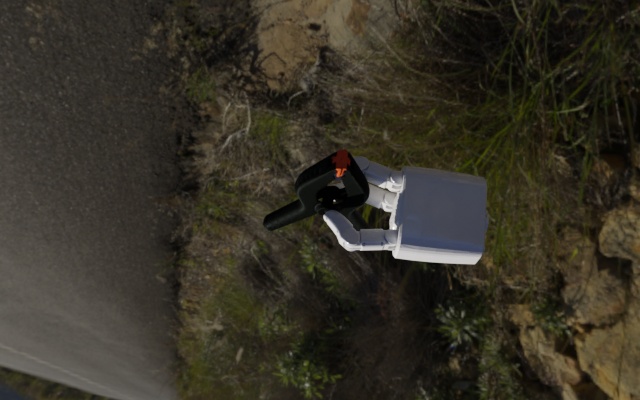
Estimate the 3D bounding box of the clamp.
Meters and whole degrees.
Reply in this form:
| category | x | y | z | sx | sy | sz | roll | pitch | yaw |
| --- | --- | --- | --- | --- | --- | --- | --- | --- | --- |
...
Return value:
| category | x | y | z | sx | sy | sz | roll | pitch | yaw |
| --- | --- | --- | --- | --- | --- | --- | --- | --- | --- |
| clamp | 0.000 | 0.003 | 0.632 | 0.164 | 0.036 | 0.210 | 4 | -29 | 0 |
